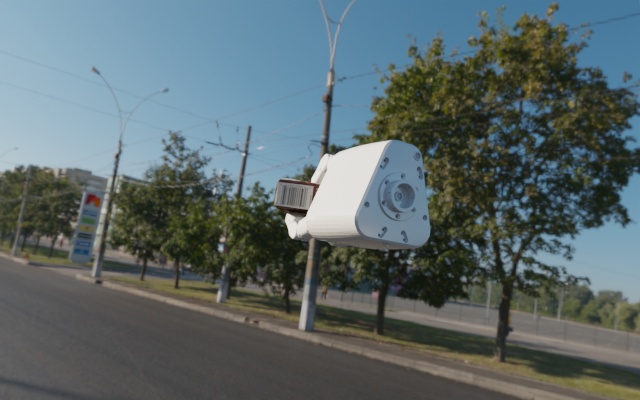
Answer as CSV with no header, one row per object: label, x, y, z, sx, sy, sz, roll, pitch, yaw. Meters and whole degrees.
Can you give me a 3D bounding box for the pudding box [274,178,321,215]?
pudding box,0.000,0.002,0.631,0.113,0.039,0.090,10,-6,3
